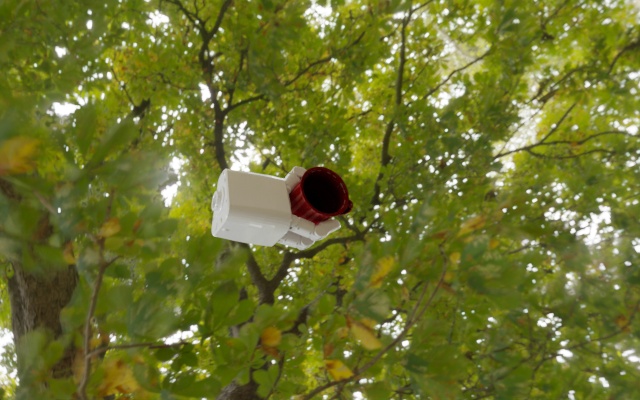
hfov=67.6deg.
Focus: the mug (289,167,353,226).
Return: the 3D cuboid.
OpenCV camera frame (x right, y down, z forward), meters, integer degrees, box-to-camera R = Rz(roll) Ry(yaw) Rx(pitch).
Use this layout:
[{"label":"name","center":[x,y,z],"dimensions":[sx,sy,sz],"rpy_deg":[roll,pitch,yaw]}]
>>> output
[{"label":"mug","center":[0.001,0.003,0.837],"dimensions":[0.117,0.093,0.081],"rpy_deg":[13,-30,-25]}]
